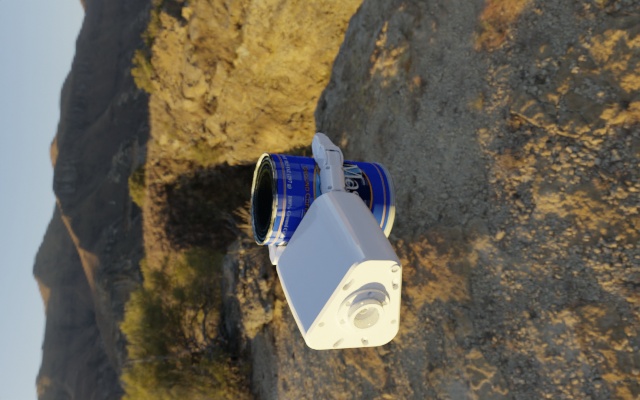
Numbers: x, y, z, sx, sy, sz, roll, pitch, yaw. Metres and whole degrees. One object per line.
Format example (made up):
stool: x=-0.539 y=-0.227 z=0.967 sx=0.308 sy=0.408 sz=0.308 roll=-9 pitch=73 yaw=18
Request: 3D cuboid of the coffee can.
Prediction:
coffee can: x=0.000 y=0.002 z=0.550 sx=0.140 sy=0.103 sz=0.103 roll=3 pitch=-1 yaw=-21
